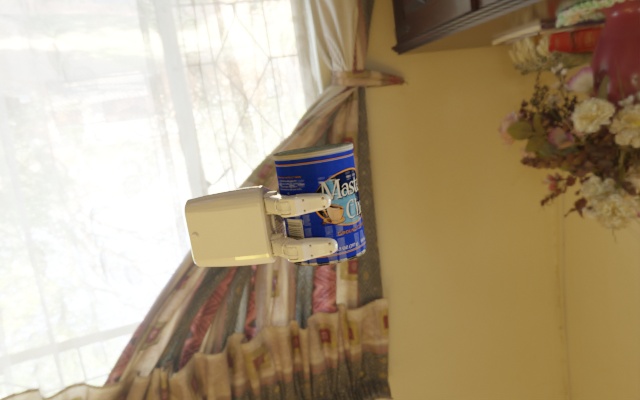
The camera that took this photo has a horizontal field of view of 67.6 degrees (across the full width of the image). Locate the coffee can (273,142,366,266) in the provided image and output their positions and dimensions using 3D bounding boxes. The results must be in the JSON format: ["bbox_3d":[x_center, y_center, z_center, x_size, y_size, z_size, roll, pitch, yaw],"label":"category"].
[{"bbox_3d":[0.000,0.002,0.618,0.103,0.140,0.103,-8,10,1],"label":"coffee can"}]
